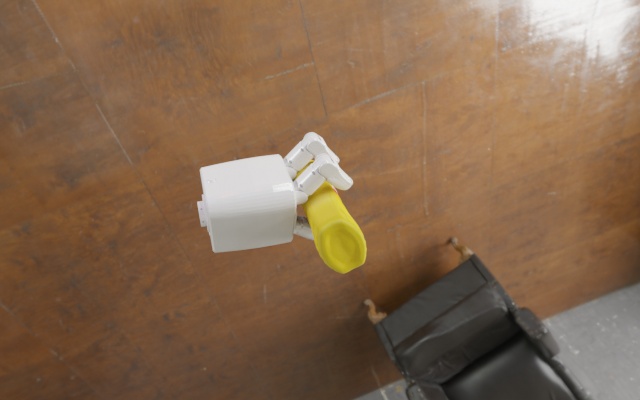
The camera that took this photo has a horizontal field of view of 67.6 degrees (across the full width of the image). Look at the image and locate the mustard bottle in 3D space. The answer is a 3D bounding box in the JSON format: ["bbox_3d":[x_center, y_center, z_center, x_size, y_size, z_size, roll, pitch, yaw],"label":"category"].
[{"bbox_3d":[0.000,0.002,0.642,0.058,0.096,0.191,-28,41,2],"label":"mustard bottle"}]
